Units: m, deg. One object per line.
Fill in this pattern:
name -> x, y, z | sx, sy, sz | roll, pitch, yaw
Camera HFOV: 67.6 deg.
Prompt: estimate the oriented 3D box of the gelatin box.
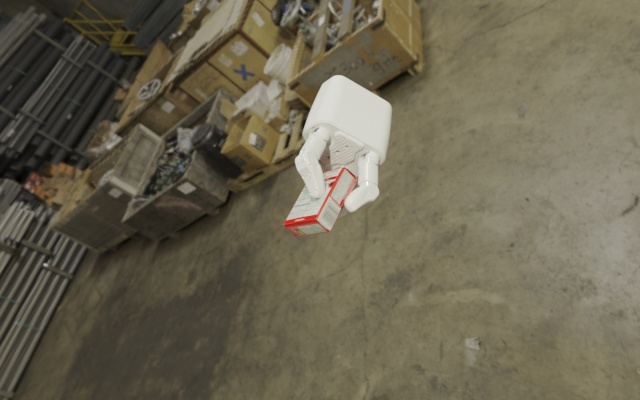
gelatin box -> 0.000, 0.002, 0.622 | 0.030, 0.089, 0.073 | 43, -31, -25
